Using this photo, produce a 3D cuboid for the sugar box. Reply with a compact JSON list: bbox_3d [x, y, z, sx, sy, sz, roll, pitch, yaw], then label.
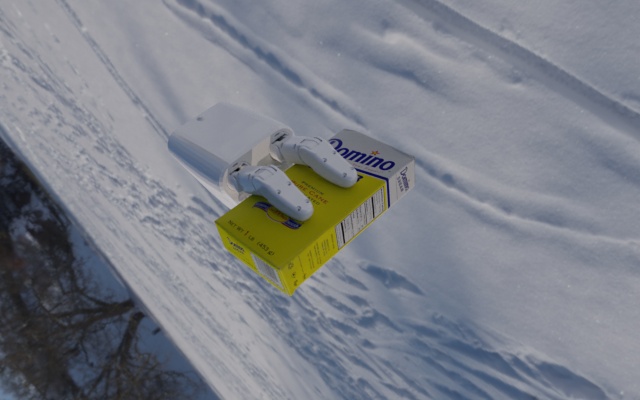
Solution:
[{"bbox_3d":[0.000,0.001,0.450,0.093,0.048,0.176,30,58,35],"label":"sugar box"}]
